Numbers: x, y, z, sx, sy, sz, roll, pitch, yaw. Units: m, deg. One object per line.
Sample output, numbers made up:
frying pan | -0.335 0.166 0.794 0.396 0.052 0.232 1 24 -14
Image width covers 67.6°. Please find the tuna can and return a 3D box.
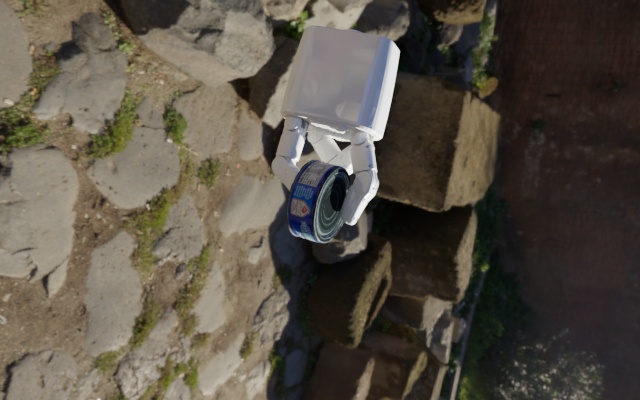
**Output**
tuna can | 0.001 0.002 0.510 0.033 0.086 0.086 16 7 26
